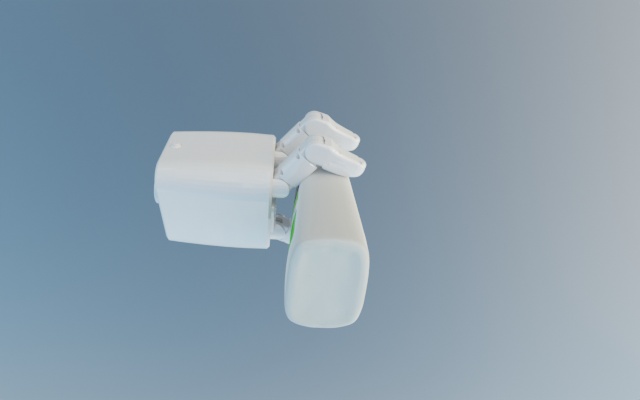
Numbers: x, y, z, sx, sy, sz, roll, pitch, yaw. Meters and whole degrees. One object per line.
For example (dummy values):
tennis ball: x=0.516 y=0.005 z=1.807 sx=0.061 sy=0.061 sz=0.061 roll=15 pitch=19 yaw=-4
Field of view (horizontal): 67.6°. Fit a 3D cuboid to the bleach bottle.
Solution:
bleach bottle: x=0.000 y=0.002 z=0.490 sx=0.068 sy=0.103 sz=0.250 roll=4 pitch=33 yaw=-5
